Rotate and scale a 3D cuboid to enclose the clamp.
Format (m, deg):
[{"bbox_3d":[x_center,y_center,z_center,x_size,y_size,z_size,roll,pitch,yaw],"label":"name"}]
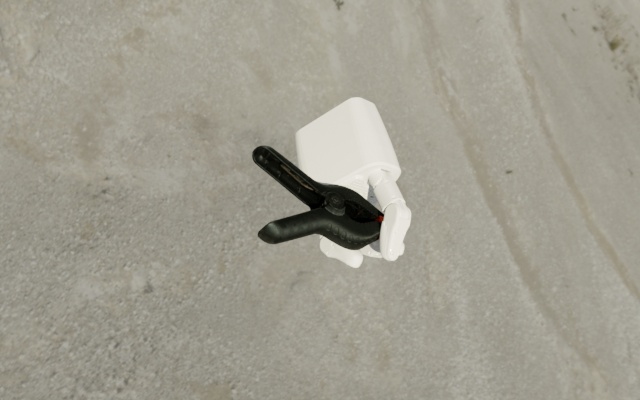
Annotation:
[{"bbox_3d":[0.001,0.001,0.506,0.171,0.120,0.039,13,-40,-38],"label":"clamp"}]
